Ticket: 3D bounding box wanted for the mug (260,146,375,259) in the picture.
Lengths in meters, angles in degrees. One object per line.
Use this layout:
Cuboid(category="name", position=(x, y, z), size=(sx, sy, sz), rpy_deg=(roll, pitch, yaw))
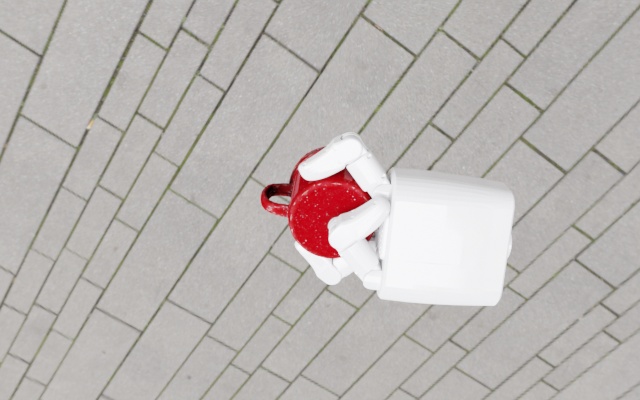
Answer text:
Cuboid(category="mug", position=(-0.001, 0.001, 0.464), size=(0.117, 0.093, 0.081), rpy_deg=(7, 24, -1))
